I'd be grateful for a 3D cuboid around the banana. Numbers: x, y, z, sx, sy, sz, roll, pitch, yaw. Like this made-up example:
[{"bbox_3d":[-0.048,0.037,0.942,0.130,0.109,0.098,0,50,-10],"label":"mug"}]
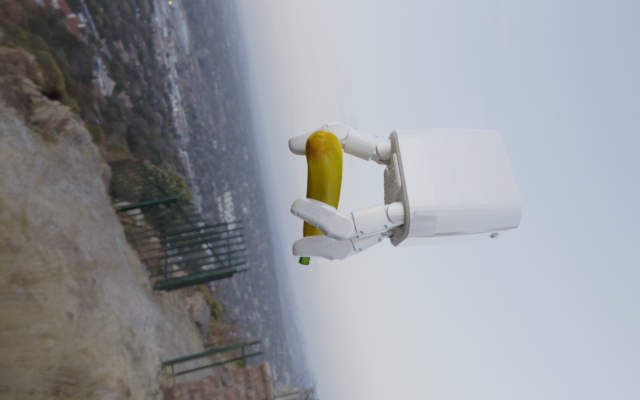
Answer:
[{"bbox_3d":[0.002,-0.011,0.475,0.037,0.069,0.198,7,-38,2],"label":"banana"}]
